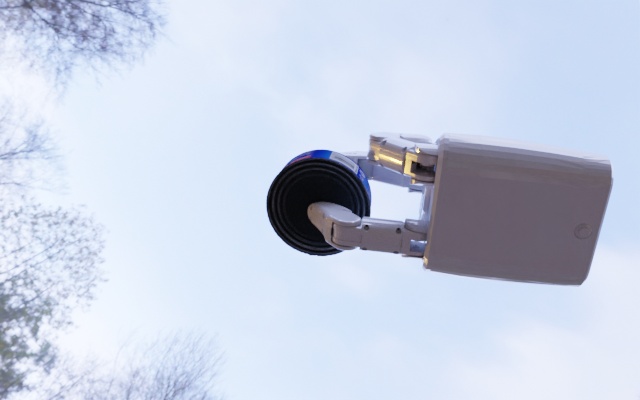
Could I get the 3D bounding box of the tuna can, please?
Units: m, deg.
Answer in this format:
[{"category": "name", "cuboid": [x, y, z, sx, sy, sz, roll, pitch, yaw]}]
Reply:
[{"category": "tuna can", "cuboid": [0.000, 0.001, 0.401, 0.086, 0.086, 0.033, 0, 21, 9]}]
